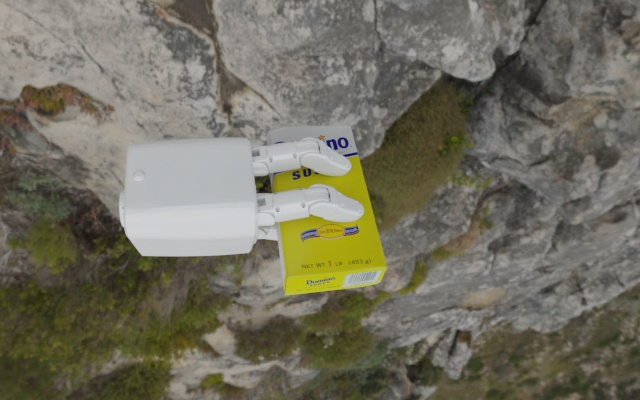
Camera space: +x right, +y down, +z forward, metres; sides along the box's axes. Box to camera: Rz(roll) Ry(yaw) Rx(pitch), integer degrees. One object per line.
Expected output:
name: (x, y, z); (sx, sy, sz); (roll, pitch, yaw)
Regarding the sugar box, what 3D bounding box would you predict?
sugar box: (0.000, 0.001, 0.476); (0.093, 0.176, 0.048); (-4, -32, -11)
